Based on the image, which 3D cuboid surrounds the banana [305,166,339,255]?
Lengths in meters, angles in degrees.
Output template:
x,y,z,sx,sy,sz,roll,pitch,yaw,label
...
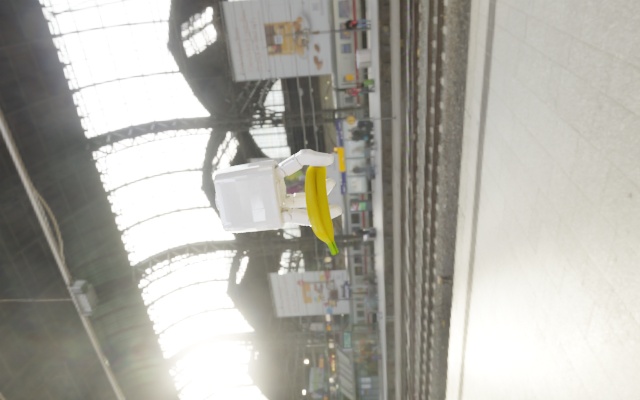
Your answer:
x,y,z,sx,sy,sz,roll,pitch,yaw,label
-0.004,-0.006,0.785,0.037,0.197,0.070,-12,-40,7,banana
